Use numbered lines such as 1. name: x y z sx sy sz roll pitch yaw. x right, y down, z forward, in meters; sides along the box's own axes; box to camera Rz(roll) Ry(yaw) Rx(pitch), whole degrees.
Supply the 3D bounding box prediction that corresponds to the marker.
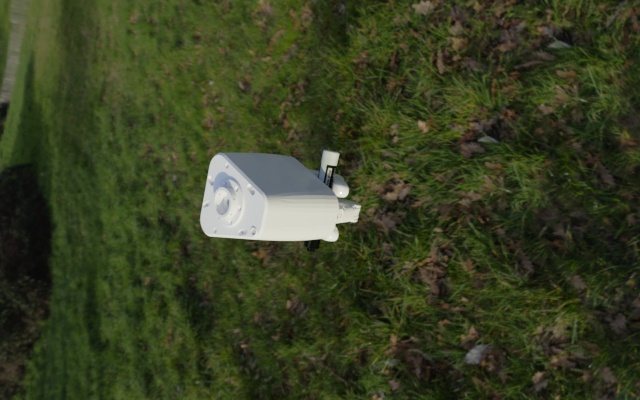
1. marker: 0.000 0.002 0.555 0.020 0.121 0.020 12 10 -2
